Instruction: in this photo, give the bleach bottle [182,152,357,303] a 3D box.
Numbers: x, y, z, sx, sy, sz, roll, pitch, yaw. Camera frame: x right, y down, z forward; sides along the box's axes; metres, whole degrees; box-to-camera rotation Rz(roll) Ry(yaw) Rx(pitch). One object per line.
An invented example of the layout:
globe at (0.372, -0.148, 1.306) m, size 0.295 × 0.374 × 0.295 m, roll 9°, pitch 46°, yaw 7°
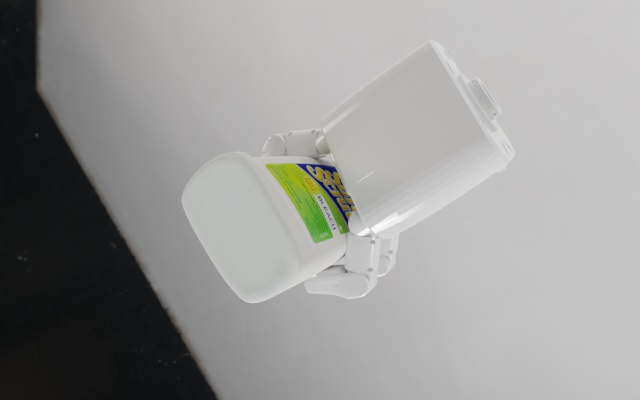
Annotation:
bleach bottle at (0.000, 0.001, 0.420) m, size 0.068 × 0.102 × 0.251 m, roll -34°, pitch -6°, yaw 27°
